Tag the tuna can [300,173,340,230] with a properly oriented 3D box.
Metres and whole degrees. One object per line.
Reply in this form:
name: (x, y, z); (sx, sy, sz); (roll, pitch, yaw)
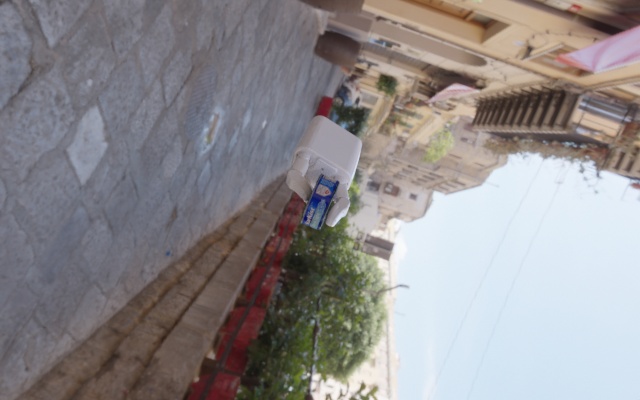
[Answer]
tuna can: (0.001, 0.003, 0.758); (0.034, 0.086, 0.086); (23, 1, 3)
